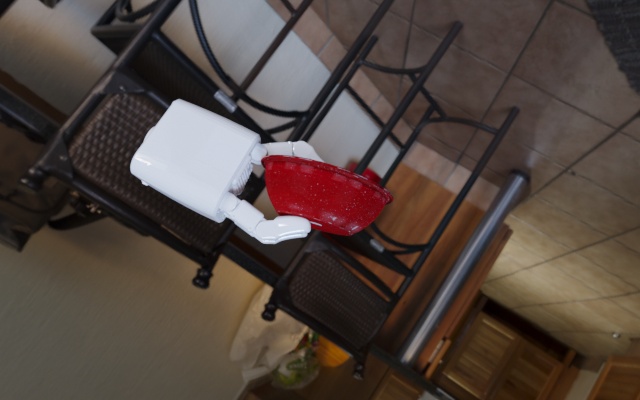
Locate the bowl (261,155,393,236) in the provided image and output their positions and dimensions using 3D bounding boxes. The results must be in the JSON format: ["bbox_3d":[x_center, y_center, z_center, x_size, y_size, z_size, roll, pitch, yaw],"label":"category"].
[{"bbox_3d":[0.001,0.003,0.557,0.162,0.055,0.162,16,-10,3],"label":"bowl"}]
